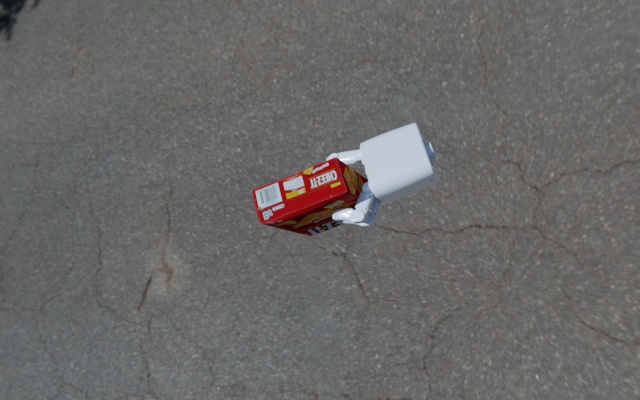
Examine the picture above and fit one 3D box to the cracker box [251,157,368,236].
[{"bbox_3d":[0.000,0.003,0.875,0.164,0.072,0.214,-21,-17,17],"label":"cracker box"}]
